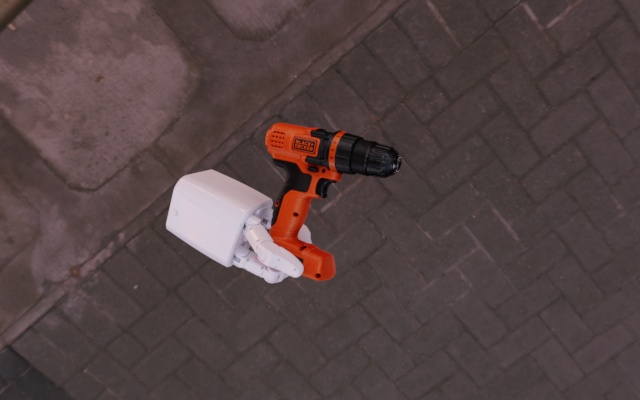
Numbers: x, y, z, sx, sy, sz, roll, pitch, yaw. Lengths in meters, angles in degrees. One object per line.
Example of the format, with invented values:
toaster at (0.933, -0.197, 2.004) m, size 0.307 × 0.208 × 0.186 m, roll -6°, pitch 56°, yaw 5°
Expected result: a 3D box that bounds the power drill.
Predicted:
power drill at (0.000, 0.002, 0.612) m, size 0.184 × 0.187 × 0.057 m, roll 15°, pitch 6°, yaw 27°
